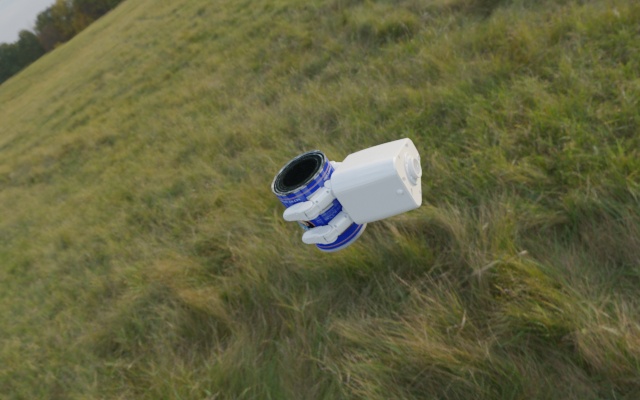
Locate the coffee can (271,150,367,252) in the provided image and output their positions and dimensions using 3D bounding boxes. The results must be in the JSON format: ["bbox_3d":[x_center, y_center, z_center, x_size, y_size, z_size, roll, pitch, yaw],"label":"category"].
[{"bbox_3d":[0.000,0.003,0.791,0.103,0.102,0.140,0,-44,46],"label":"coffee can"}]
